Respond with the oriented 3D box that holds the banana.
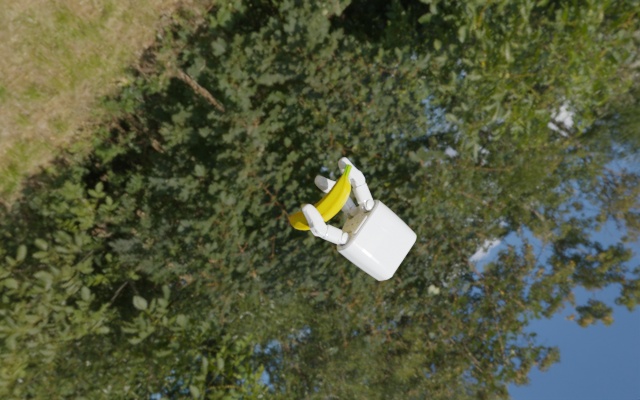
[{"bbox_3d":[-0.001,0.014,0.880,0.037,0.069,0.198,33,-48,-19],"label":"banana"}]
